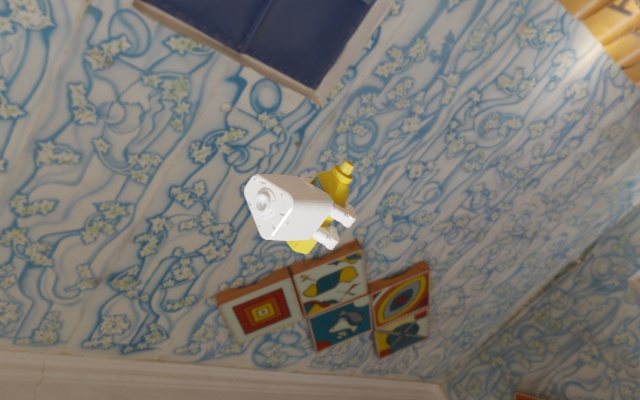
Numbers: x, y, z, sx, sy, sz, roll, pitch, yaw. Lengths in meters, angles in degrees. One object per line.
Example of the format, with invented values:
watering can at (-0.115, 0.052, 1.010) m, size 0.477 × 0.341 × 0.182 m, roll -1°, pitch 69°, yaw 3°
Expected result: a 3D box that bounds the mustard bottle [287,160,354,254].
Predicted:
mustard bottle at (0.000, 0.003, 0.900) m, size 0.058 × 0.192 × 0.096 m, roll 21°, pitch 27°, yaw -32°
